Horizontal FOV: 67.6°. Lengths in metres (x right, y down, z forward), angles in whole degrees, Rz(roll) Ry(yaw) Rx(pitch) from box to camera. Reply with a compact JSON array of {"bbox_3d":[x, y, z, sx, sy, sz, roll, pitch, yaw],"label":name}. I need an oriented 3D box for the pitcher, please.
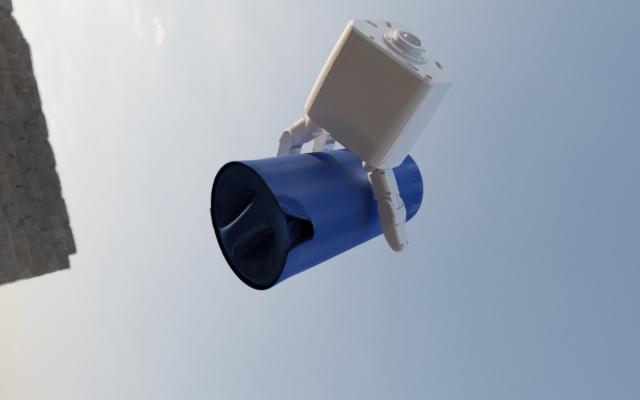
[{"bbox_3d":[0.000,0.002,0.559,0.243,0.149,0.145,-15,-34,-41],"label":"pitcher"}]
